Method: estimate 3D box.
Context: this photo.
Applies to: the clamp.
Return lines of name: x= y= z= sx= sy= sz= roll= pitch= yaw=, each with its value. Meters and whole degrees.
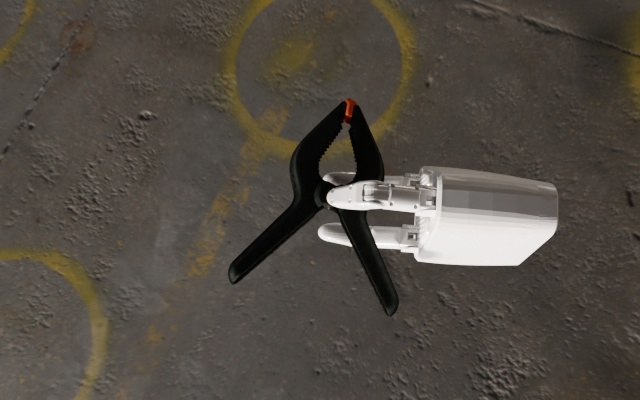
clamp: x=0.000 y=0.001 z=0.469 sx=0.164 sy=0.210 sz=0.036 roll=5 pitch=-10 yaw=-2
